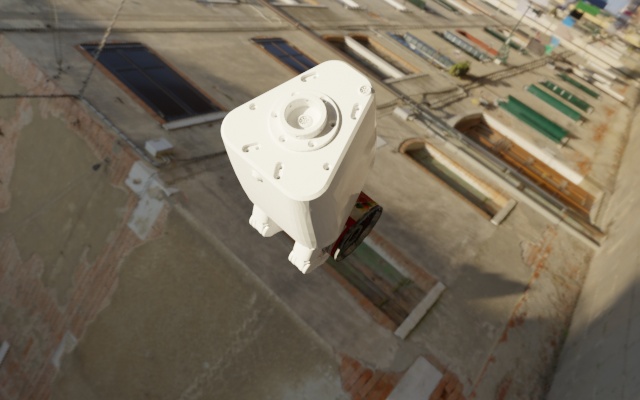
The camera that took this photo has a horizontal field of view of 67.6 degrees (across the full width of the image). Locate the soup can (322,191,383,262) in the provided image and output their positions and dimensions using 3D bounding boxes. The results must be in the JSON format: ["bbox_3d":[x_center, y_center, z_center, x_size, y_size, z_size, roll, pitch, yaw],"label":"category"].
[{"bbox_3d":[0.000,0.001,0.467,0.102,0.068,0.068,40,14,17],"label":"soup can"}]
